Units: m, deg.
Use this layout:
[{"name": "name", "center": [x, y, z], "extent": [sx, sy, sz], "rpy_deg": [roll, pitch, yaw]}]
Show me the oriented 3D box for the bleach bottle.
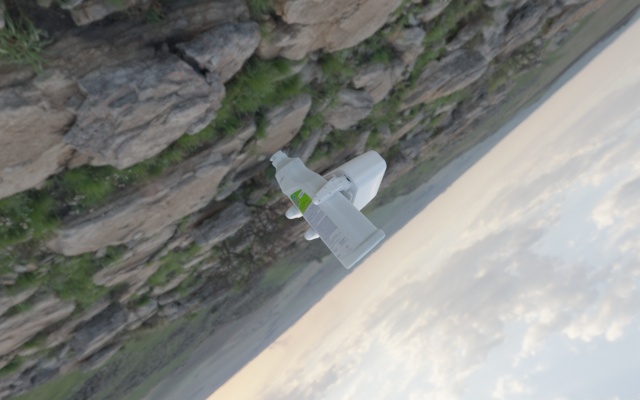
[{"name": "bleach bottle", "center": [0.000, 0.003, 0.881], "extent": [0.068, 0.251, 0.103], "rpy_deg": [-34, -11, -38]}]
